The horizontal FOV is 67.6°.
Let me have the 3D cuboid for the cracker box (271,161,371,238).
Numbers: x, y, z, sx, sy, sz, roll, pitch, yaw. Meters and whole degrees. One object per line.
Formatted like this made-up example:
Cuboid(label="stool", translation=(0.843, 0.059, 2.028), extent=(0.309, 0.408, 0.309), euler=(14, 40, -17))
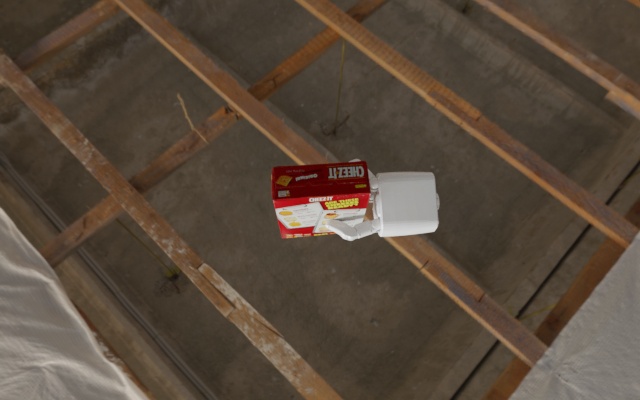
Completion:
Cuboid(label="cracker box", translation=(0.000, 0.003, 0.888), extent=(0.164, 0.072, 0.214), euler=(-5, -22, -2))
